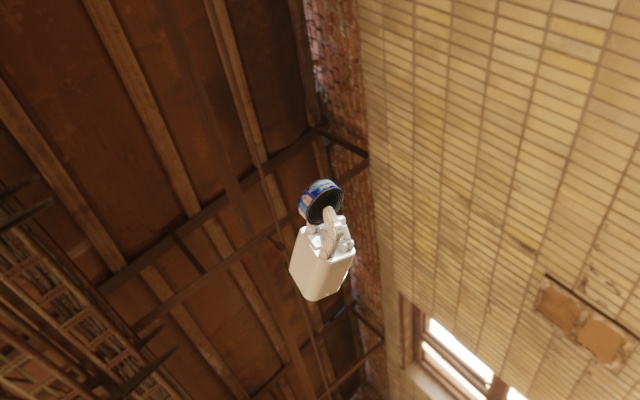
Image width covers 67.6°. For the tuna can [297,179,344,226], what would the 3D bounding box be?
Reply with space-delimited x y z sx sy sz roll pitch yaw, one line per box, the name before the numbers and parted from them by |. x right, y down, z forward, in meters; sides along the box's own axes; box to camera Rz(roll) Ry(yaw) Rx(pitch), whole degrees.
tuna can | 0.000 0.002 0.880 0.086 0.086 0.033 0 36 -48
